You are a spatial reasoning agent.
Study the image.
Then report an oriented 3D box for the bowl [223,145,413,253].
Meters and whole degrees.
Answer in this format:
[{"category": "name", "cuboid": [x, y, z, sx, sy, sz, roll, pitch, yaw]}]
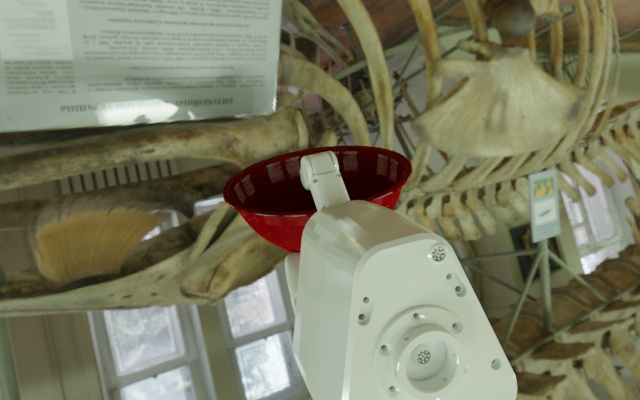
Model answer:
[{"category": "bowl", "cuboid": [0.000, 0.001, 0.419, 0.162, 0.055, 0.162, -7, 23, 3]}]
